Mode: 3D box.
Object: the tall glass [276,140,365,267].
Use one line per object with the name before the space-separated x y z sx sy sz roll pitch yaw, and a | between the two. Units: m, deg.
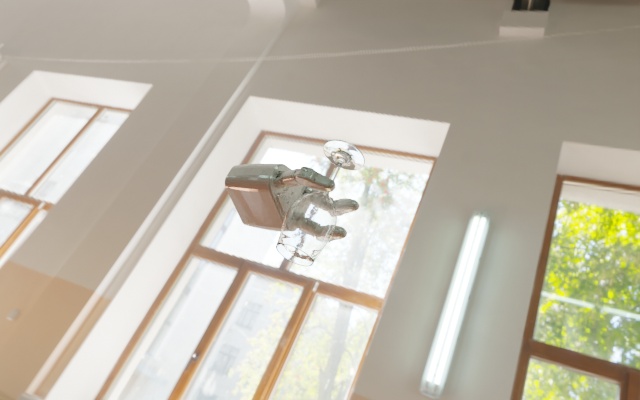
tall glass | 0.000 0.002 0.748 0.079 0.201 0.079 20 -29 12
